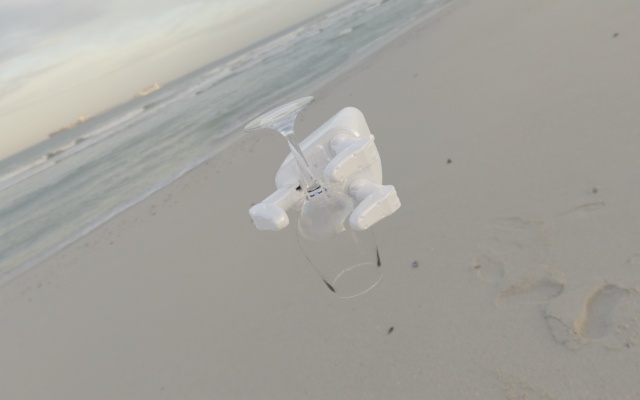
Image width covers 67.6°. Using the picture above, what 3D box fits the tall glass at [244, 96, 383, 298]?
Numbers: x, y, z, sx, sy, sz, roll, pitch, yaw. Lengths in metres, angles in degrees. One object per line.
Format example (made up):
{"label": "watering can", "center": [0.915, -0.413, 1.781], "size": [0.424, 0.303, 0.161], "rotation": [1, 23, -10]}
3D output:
{"label": "tall glass", "center": [0.000, 0.001, 0.487], "size": [0.079, 0.201, 0.079], "rotation": [-22, 20, 8]}
